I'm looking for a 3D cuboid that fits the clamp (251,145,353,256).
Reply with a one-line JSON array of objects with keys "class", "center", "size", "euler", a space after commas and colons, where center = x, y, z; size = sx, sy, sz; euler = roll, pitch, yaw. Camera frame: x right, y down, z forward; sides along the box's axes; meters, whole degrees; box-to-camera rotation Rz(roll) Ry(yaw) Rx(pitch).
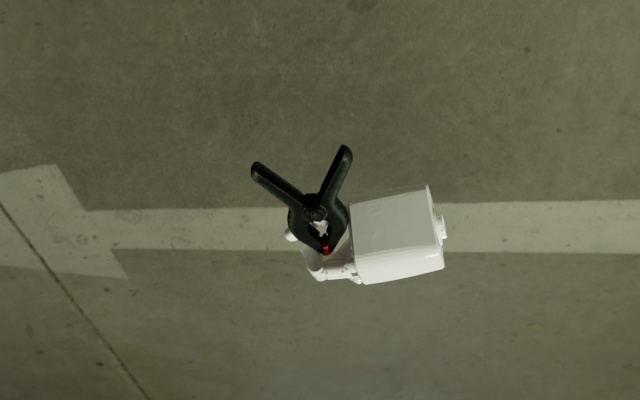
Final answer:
[{"class": "clamp", "center": [0.000, 0.003, 0.598], "size": [0.120, 0.039, 0.172], "euler": [-13, -45, 16]}]
